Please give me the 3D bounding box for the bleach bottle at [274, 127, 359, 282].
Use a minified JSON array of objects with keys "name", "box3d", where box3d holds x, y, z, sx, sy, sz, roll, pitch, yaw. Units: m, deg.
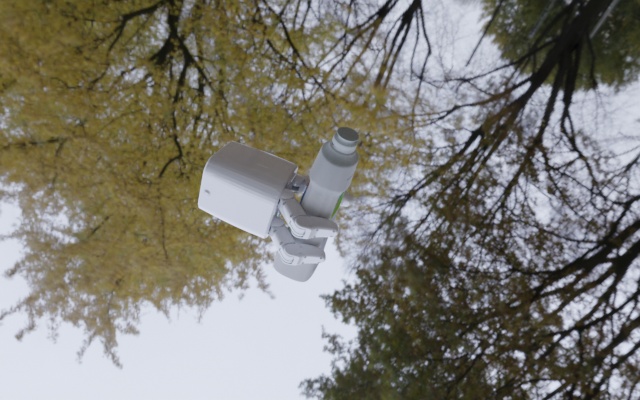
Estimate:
[{"name":"bleach bottle","box3d":[0.000,0.002,0.664,0.068,0.251,0.102,23,41,1]}]
